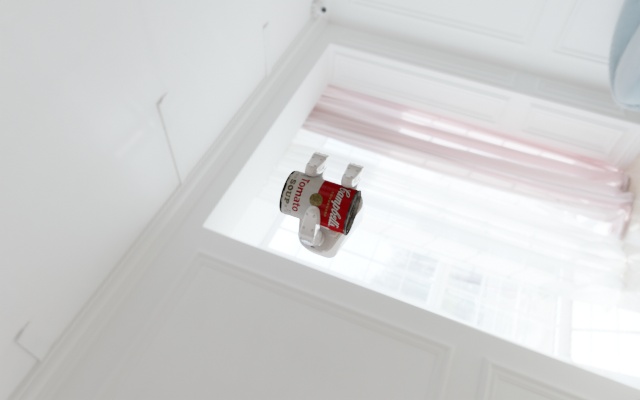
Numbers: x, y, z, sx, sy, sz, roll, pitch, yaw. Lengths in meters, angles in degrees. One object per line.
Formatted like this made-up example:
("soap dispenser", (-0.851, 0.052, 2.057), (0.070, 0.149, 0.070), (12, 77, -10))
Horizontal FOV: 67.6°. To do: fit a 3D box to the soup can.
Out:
("soup can", (0.000, 0.002, 0.684), (0.102, 0.068, 0.068), (18, 4, 12))
